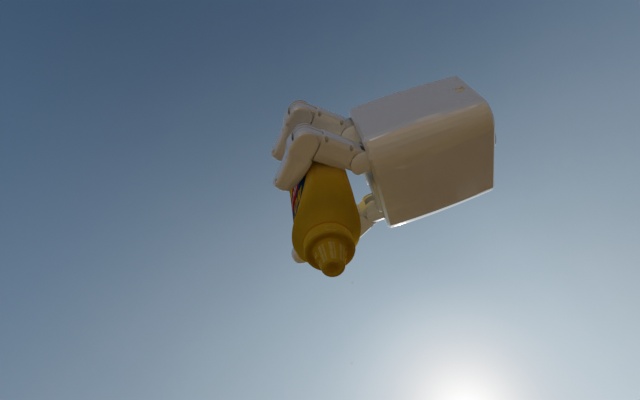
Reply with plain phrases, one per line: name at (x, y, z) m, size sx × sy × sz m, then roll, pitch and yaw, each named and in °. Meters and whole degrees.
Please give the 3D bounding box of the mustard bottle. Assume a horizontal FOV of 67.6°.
mustard bottle at (0.000, 0.001, 0.437) m, size 0.058 × 0.096 × 0.191 m, roll 3°, pitch 31°, yaw -10°
